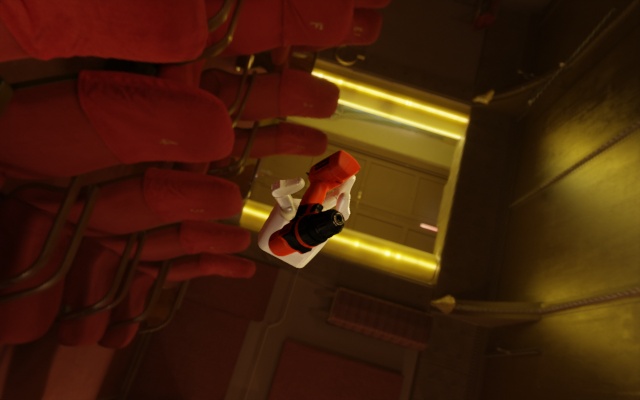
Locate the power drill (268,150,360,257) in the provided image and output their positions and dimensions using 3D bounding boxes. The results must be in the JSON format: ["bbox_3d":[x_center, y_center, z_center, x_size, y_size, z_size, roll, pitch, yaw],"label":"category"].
[{"bbox_3d":[0.000,0.002,0.804,0.057,0.187,0.184,43,-37,-19],"label":"power drill"}]
